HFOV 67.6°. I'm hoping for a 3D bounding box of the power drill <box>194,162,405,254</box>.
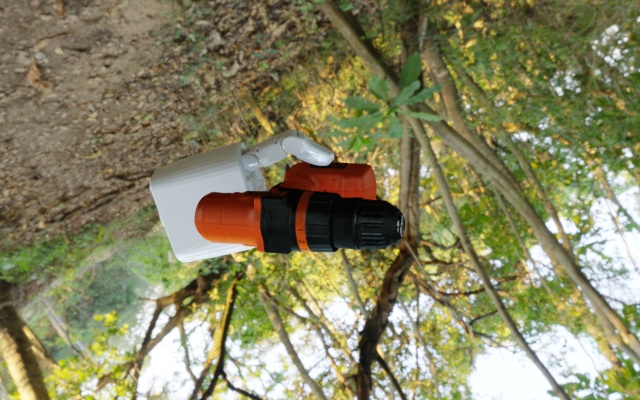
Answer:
[{"bbox_3d":[0.000,0.001,0.467,0.184,0.057,0.187,4,12,18],"label":"power drill"}]
